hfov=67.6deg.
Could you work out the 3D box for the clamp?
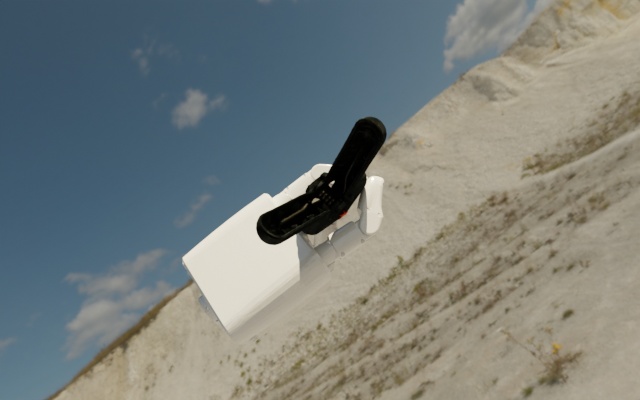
[{"bbox_3d":[0.000,0.001,0.408,0.120,0.039,0.171,-37,-13,-9],"label":"clamp"}]
